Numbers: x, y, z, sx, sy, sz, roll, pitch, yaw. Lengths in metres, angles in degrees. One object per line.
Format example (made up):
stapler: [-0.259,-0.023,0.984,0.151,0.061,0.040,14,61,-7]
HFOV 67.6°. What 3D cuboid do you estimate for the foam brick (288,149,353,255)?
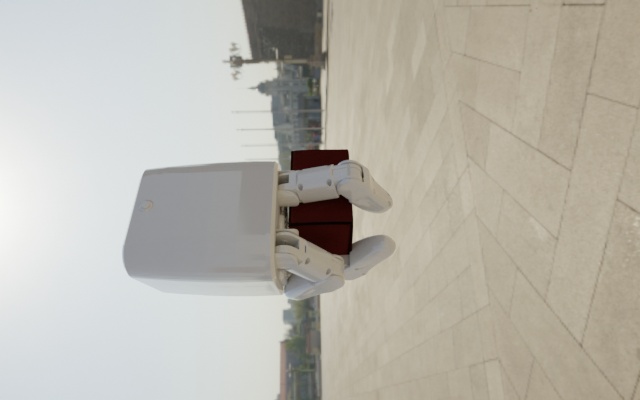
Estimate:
foam brick: [0.000,0.001,0.406,0.051,0.078,0.053,-1,-36,1]
